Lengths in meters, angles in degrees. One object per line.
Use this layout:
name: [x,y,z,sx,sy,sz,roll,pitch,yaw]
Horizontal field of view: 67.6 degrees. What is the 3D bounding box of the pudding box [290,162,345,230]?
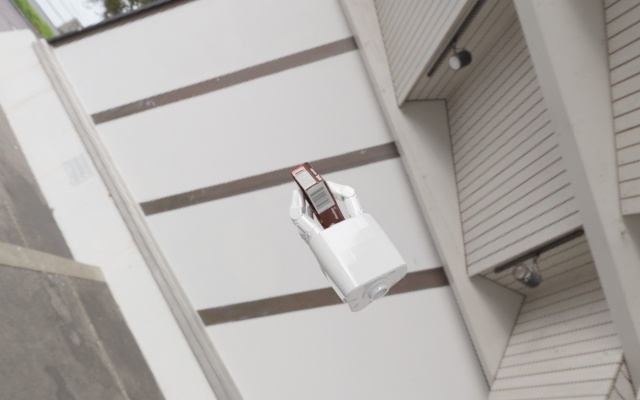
pudding box: [0.000,0.002,0.779,0.039,0.113,0.090,-30,30,-6]
